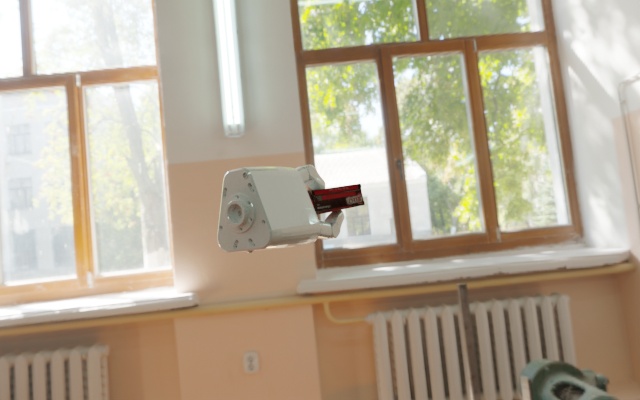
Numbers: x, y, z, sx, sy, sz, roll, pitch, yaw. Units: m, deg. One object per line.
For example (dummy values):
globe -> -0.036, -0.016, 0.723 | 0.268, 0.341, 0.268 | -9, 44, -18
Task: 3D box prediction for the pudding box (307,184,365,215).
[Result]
pudding box -> 0.000, 0.002, 0.742 | 0.090, 0.039, 0.113 | -7, -1, -30
